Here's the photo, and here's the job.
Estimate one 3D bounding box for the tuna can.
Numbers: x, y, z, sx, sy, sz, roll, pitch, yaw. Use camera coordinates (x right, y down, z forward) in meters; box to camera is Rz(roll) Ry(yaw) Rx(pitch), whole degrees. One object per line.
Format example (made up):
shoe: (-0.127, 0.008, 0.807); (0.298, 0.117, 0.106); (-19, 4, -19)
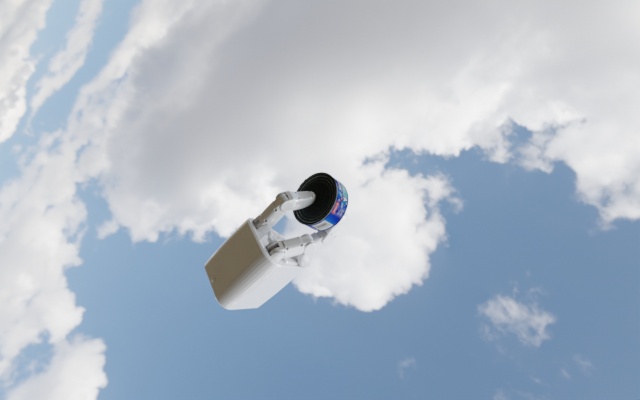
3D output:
tuna can: (0.001, 0.003, 0.729); (0.086, 0.086, 0.034); (0, -21, 41)
